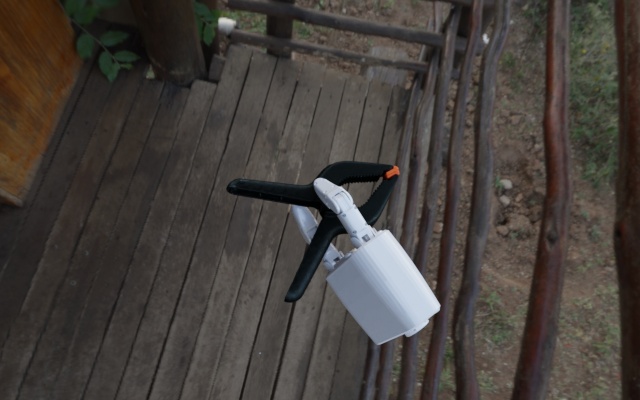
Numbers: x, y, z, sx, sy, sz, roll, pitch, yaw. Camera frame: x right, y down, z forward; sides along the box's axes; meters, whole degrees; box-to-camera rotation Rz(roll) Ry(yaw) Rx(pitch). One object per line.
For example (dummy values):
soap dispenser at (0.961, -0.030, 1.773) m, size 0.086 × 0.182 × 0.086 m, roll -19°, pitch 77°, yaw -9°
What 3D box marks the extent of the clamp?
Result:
clamp at (0.001, 0.002, 0.590) m, size 0.210 × 0.164 × 0.036 m, roll -33°, pitch -11°, yaw -16°
